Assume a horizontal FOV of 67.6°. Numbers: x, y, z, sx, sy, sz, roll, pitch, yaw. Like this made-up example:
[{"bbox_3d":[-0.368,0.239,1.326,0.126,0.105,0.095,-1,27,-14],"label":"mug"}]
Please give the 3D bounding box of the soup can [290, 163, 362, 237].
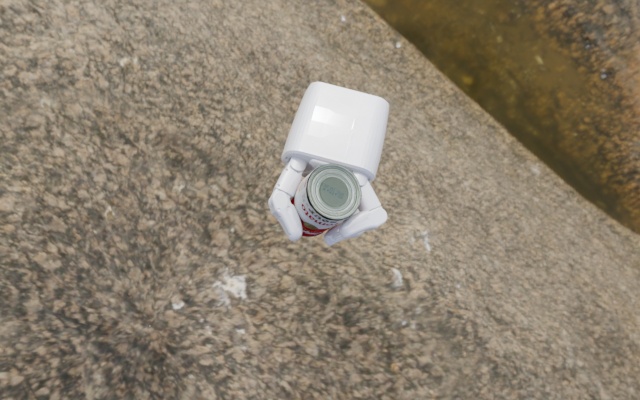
[{"bbox_3d":[0.000,0.002,0.574,0.068,0.068,0.102,0,-14,-20],"label":"soup can"}]
